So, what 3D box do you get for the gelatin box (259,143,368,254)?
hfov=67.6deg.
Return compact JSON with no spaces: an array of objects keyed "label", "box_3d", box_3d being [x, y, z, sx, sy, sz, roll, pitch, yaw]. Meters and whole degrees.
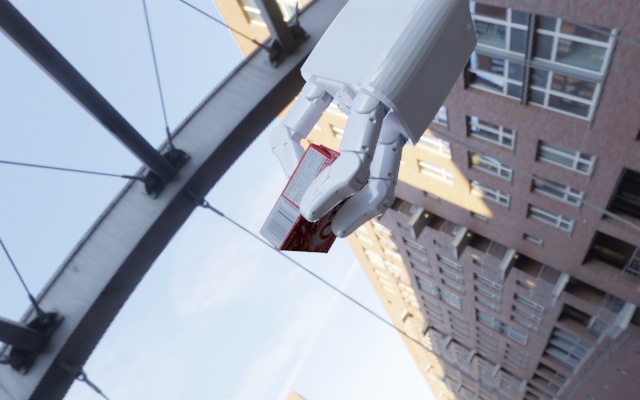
[{"label":"gelatin box","box_3d":[0.000,0.001,0.401,0.030,0.089,0.073,38,13,31]}]
